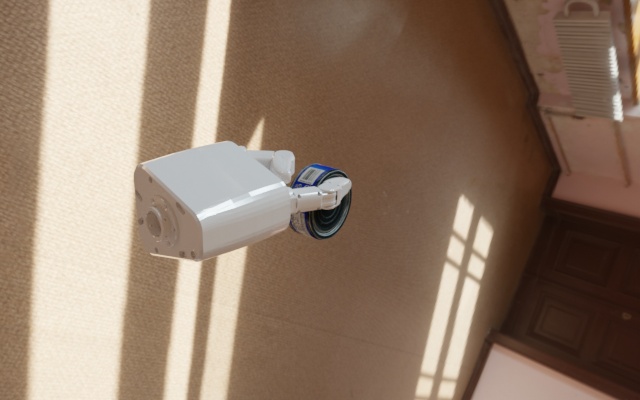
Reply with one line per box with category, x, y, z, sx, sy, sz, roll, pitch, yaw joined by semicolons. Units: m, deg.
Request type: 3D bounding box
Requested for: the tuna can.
tuna can;0.001;0.002;0.555;0.033;0.086;0.086;16;9;35
